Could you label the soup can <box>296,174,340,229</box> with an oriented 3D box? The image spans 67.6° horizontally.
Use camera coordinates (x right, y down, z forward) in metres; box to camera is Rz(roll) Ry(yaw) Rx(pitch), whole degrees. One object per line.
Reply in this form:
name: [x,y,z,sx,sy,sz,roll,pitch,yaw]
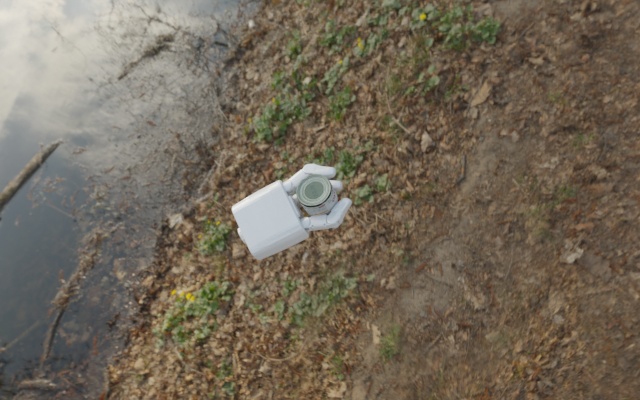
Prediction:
soup can: [0.001,0.003,0.886,0.068,0.068,0.102,0,-26,17]
